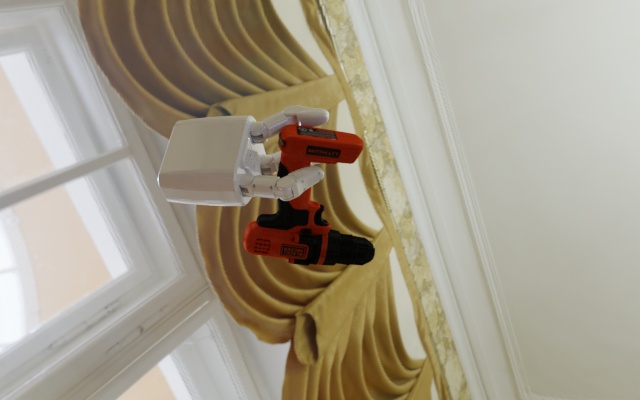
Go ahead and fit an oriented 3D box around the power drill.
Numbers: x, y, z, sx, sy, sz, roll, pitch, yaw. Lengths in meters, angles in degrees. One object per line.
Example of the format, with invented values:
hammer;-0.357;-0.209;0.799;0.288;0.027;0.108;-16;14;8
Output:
power drill;0.000;0.002;0.632;0.184;0.188;0.057;7;23;-12
